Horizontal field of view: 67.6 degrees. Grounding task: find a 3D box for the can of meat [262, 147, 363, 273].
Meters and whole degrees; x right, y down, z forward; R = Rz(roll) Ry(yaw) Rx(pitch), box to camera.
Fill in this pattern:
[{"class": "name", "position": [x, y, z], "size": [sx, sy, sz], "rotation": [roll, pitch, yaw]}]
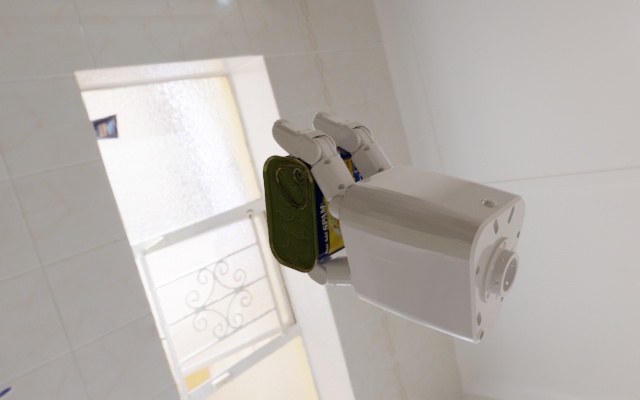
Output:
[{"class": "can of meat", "position": [0.000, 0.001, 0.432], "size": [0.057, 0.102, 0.084], "rotation": [13, 25, 40]}]
